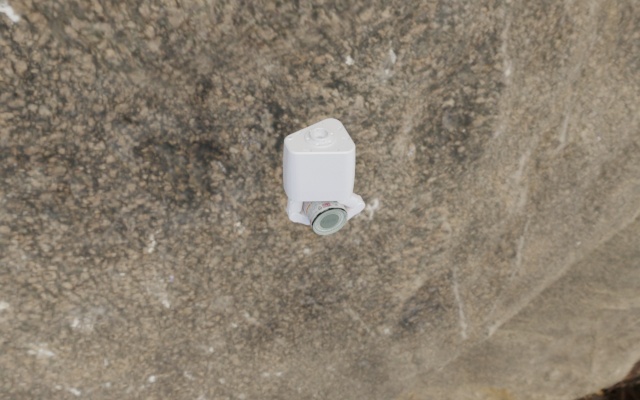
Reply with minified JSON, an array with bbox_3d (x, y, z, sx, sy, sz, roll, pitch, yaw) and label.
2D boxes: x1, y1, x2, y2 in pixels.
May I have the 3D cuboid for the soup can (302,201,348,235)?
[{"bbox_3d":[0.000,0.003,0.854,0.068,0.068,0.102,0,44,-28],"label":"soup can"}]
